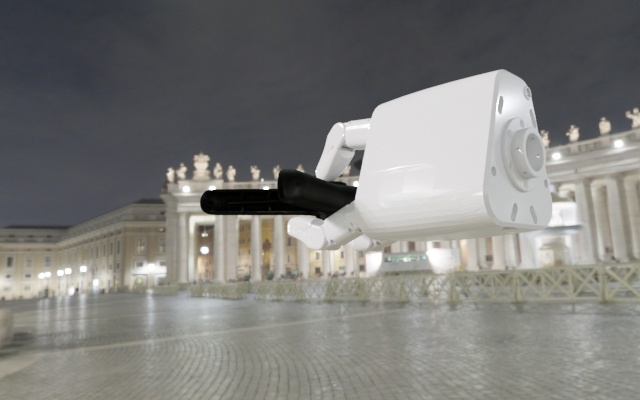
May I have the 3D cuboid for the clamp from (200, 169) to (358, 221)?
[{"bbox_3d":[0.001,0.001,0.460,0.210,0.036,0.164,5,-7,-41],"label":"clamp"}]
